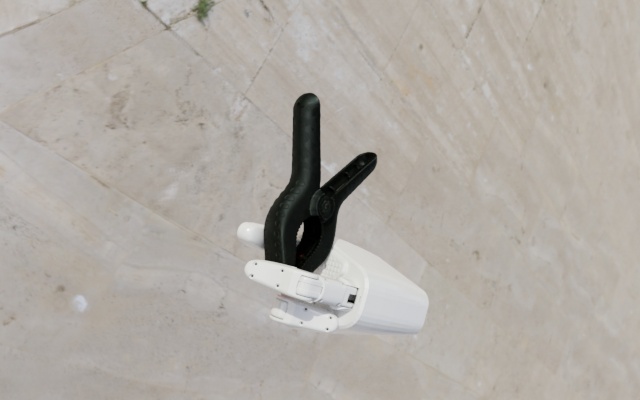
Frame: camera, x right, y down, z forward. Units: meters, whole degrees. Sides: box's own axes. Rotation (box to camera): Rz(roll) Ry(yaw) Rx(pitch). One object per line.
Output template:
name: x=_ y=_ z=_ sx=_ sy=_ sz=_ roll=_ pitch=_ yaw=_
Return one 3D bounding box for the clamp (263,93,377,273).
clamp: x=0.000 y=0.002 z=0.443 sx=0.120 sy=0.171 sz=0.039 roll=22 pitch=-8 yaw=-41
